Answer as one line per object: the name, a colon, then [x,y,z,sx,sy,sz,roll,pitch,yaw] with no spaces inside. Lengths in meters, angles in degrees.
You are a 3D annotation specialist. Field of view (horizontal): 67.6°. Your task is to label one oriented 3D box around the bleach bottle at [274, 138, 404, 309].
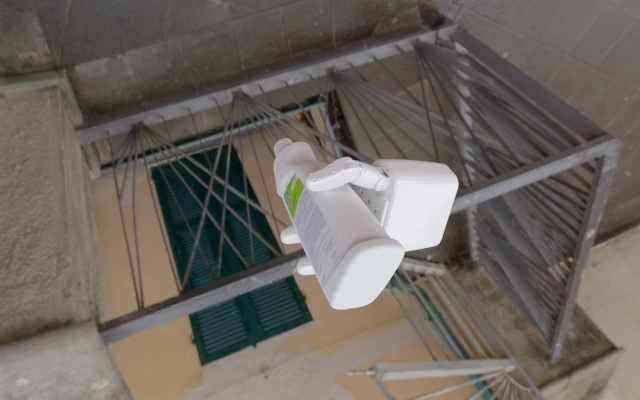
bleach bottle: [0.000,0.002,0.574,0.068,0.103,0.250,0,42,-31]
